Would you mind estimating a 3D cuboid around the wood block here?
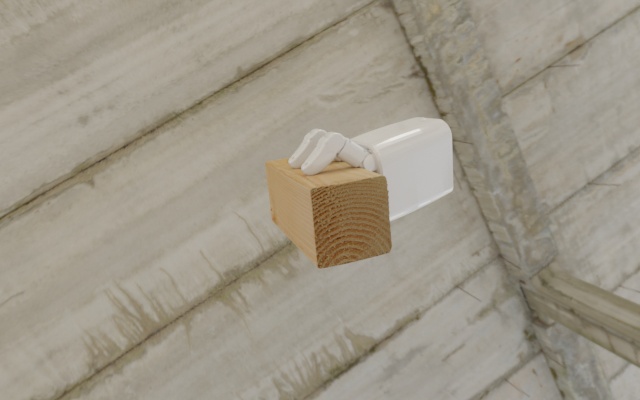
[{"bbox_3d":[0.000,0.002,0.600,0.090,0.091,0.206,-11,15,-17],"label":"wood block"}]
